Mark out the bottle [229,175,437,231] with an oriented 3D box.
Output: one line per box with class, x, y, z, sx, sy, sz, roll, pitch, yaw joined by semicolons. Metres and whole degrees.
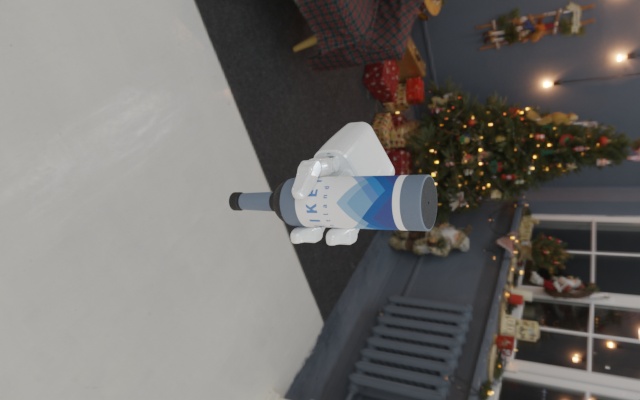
bottle;0.000;0.002;0.632;0.295;0.069;0.069;0;0;30
